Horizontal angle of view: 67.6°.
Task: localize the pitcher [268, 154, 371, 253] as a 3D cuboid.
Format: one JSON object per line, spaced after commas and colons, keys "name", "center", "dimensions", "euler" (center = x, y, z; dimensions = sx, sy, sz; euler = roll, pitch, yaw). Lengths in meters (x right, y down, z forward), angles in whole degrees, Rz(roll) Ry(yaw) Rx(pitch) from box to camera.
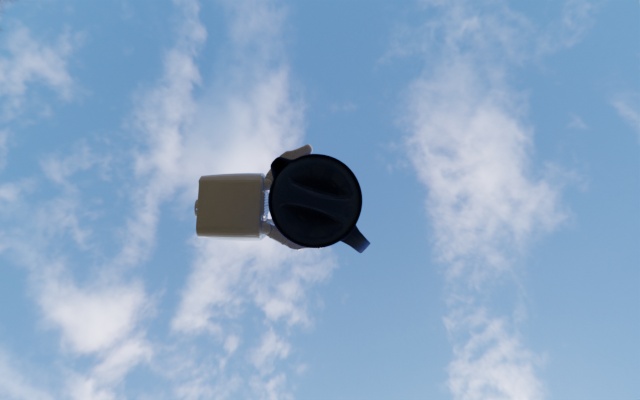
{"name": "pitcher", "center": [0.000, 0.003, 0.783], "dimensions": [0.145, 0.149, 0.243], "euler": [-3, 3, 1]}
